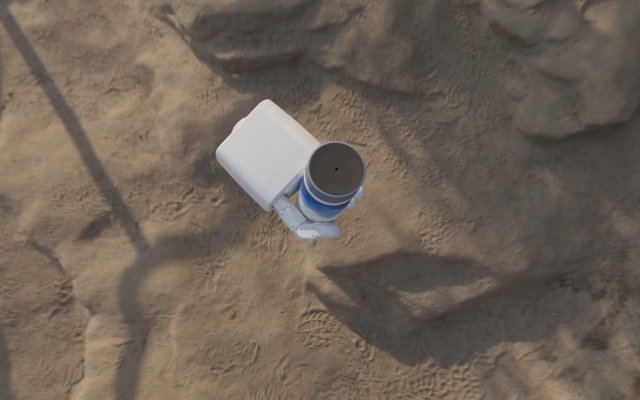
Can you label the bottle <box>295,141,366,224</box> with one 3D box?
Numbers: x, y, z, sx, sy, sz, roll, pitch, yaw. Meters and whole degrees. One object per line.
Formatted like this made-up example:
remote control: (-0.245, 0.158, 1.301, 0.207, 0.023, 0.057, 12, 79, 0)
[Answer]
bottle: (0.000, 0.002, 0.668, 0.069, 0.069, 0.296, 0, -15, -7)
